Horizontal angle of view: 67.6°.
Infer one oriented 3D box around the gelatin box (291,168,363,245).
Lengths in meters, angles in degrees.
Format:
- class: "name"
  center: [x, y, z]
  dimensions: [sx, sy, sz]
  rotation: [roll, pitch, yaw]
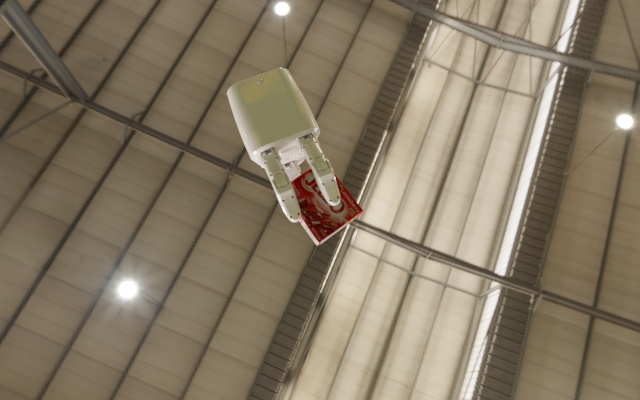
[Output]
- class: "gelatin box"
  center: [0.000, 0.002, 0.630]
  dimensions: [0.073, 0.089, 0.030]
  rotation: [-35, -8, -12]
